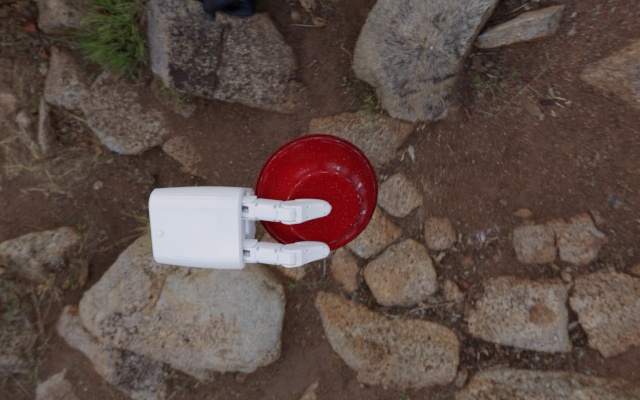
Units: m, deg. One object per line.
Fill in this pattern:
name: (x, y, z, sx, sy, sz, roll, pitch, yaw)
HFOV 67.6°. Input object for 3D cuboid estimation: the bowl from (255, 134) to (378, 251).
bowl: (0.001, 0.002, 0.592, 0.162, 0.162, 0.055, 0, 18, -10)
